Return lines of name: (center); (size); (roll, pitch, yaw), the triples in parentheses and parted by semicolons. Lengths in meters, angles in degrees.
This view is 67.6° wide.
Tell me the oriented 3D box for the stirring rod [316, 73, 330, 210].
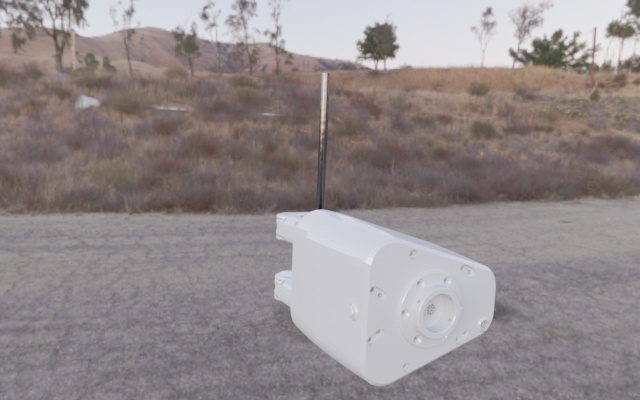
stirring rod: (0.000, 0.002, 0.456); (0.011, 0.239, 0.011); (2, 6, 0)
